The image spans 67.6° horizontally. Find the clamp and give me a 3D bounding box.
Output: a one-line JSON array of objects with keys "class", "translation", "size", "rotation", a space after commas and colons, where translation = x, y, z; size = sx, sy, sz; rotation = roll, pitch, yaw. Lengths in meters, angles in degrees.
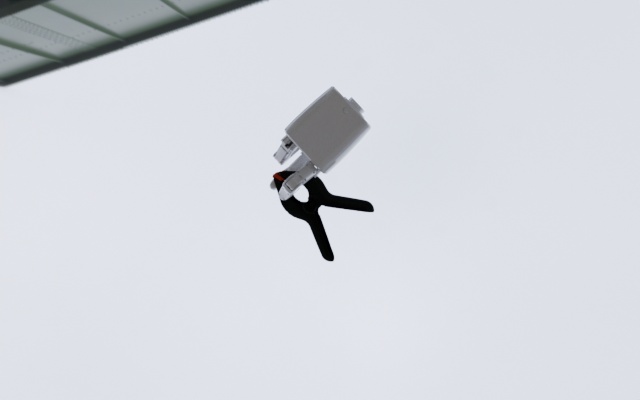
[{"class": "clamp", "translation": [0.000, 0.002, 0.779], "size": [0.120, 0.171, 0.039], "rotation": [-43, -2, 9]}]
